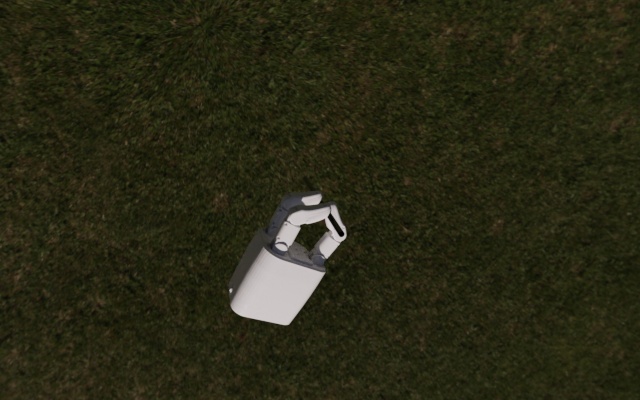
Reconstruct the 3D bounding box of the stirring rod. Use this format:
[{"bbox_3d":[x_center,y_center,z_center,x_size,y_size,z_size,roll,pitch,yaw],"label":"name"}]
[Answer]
[{"bbox_3d":[0.000,0.002,0.711,0.011,0.011,0.239,0,20,-14],"label":"stirring rod"}]
